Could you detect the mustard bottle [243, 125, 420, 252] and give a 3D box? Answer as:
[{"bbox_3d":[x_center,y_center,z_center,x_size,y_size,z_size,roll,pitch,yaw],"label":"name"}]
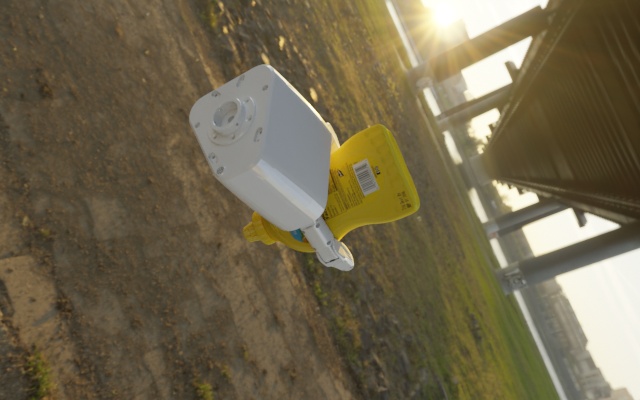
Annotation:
[{"bbox_3d":[0.000,0.002,0.508,0.191,0.096,0.058,-24,-9,18],"label":"mustard bottle"}]
